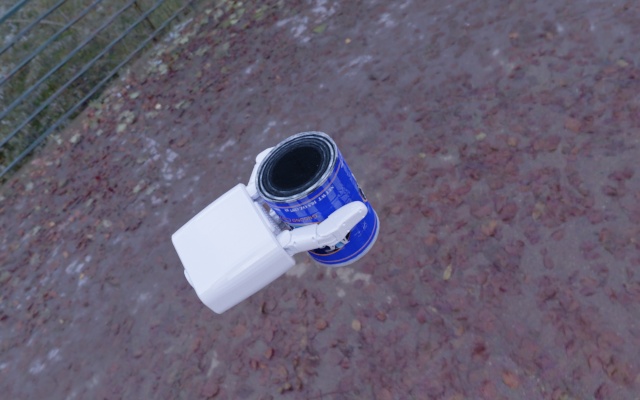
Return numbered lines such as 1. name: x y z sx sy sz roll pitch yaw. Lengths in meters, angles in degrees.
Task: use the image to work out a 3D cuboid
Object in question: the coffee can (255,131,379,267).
1. coffee can: 0.000 0.002 0.577 0.103 0.102 0.140 0 -36 31
